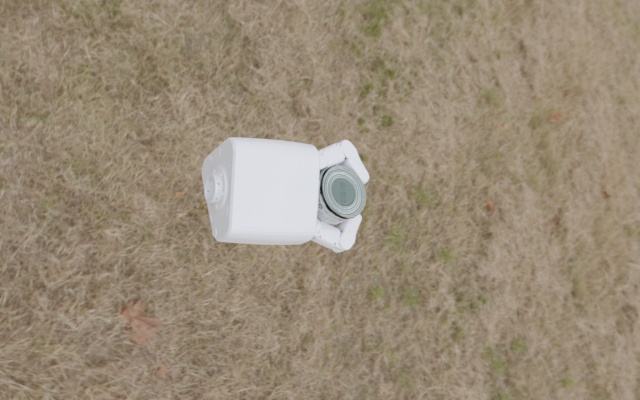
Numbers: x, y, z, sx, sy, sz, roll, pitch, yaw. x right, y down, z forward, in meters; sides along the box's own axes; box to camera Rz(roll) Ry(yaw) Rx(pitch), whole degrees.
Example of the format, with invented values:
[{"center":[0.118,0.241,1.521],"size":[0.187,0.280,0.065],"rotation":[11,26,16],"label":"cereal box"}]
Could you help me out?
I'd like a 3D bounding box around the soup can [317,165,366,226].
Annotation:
[{"center":[0.001,0.002,0.599],"size":[0.068,0.068,0.102],"rotation":[0,-15,-35],"label":"soup can"}]
